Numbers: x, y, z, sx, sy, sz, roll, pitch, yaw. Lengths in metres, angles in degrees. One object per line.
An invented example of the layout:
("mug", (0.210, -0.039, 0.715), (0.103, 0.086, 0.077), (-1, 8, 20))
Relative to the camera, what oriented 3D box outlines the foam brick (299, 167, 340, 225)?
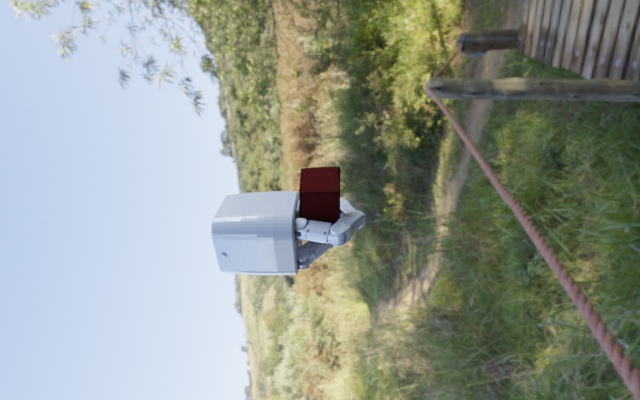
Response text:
("foam brick", (0.000, 0.002, 0.621), (0.051, 0.078, 0.053), (0, 40, 3))
